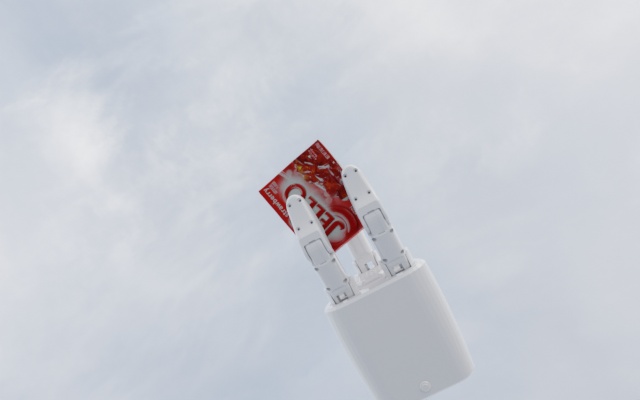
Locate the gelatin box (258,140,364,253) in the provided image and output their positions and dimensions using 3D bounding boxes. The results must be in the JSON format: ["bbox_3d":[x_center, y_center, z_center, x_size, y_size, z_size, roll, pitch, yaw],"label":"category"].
[{"bbox_3d":[0.000,0.001,0.438,0.073,0.089,0.030,-41,-6,4],"label":"gelatin box"}]
